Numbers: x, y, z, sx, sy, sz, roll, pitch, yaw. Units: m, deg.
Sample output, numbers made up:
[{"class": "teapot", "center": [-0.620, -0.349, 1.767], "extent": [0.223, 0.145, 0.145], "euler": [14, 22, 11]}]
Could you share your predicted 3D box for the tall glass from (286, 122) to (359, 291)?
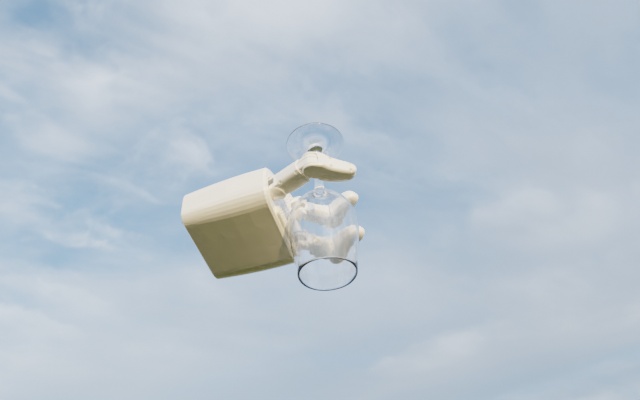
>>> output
[{"class": "tall glass", "center": [0.000, 0.001, 0.548], "extent": [0.079, 0.200, 0.079], "euler": [-3, -43, -3]}]
